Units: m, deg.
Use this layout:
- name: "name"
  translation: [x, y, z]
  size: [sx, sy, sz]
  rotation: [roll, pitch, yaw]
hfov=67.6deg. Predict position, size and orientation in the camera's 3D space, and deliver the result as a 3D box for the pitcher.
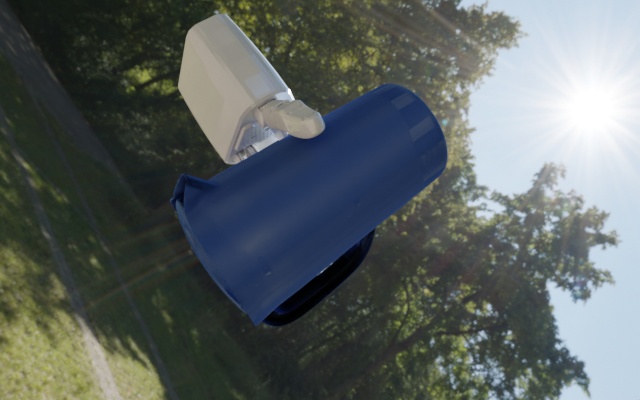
- name: "pitcher"
  translation: [0.000, 0.001, 0.452]
  size: [0.243, 0.145, 0.149]
  rotation: [-34, -13, -15]
